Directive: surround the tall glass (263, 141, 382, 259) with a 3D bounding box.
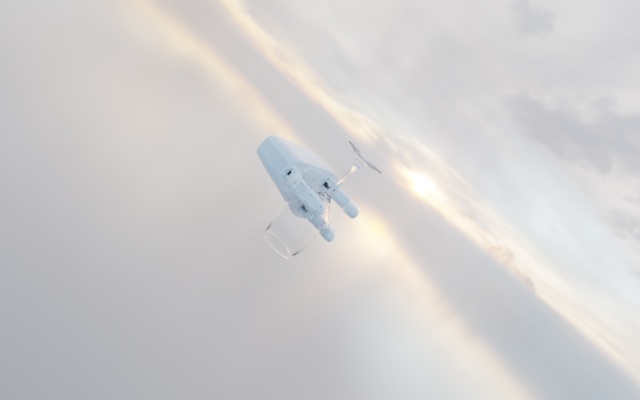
[{"bbox_3d":[0.001,0.002,0.755,0.079,0.201,0.079,44,6,-6],"label":"tall glass"}]
